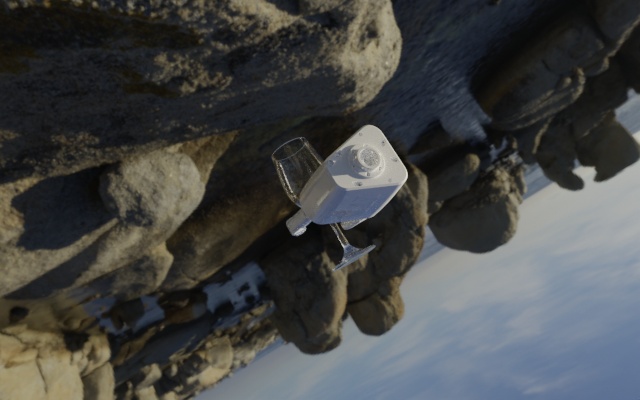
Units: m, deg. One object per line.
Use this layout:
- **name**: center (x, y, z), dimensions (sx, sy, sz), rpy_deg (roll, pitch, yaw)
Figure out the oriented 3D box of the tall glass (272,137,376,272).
- **tall glass**: center (0.000, 0.003, 0.726), dimensions (0.079, 0.201, 0.079), rpy_deg (-29, -13, -7)
